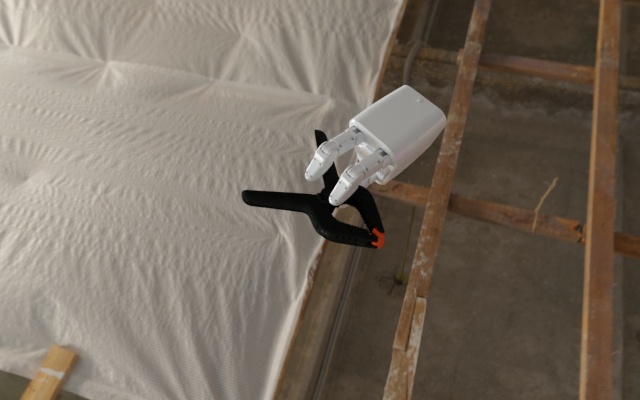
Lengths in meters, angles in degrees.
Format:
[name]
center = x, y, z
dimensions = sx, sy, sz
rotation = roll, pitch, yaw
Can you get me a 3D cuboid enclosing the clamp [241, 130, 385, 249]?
[clamp]
center = 0.001, 0.003, 0.678
dimensions = 0.164, 0.210, 0.036
rotation = -37, -27, -15
